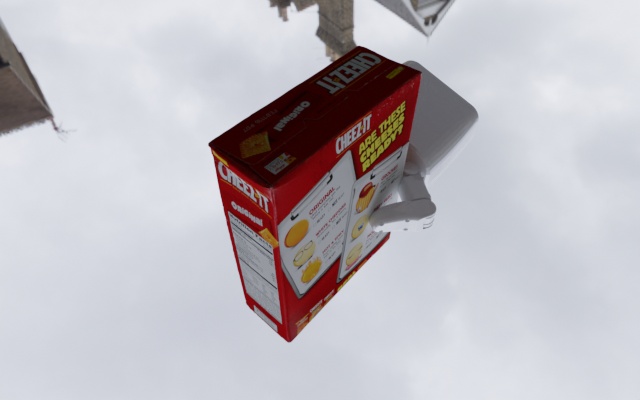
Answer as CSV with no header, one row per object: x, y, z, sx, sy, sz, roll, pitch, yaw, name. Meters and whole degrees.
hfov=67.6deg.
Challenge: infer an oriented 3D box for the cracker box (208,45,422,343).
0.000,0.002,0.415,0.072,0.214,0.164,33,56,26,cracker box
